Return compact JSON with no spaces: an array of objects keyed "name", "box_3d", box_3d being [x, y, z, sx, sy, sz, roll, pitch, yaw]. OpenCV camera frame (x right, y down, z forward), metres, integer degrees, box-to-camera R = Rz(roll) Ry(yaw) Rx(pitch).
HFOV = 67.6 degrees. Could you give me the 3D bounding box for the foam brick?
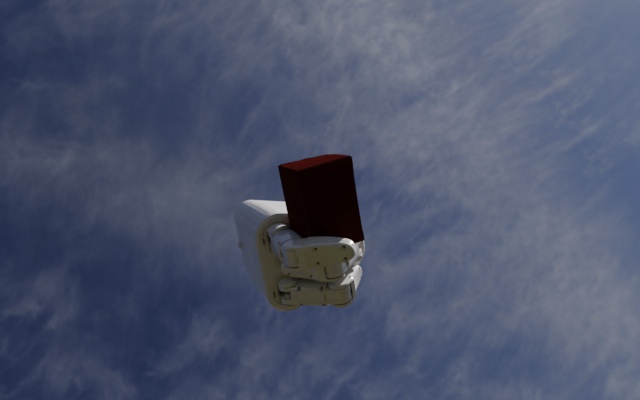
[{"name":"foam brick","box_3d":[0.000,0.001,0.425,0.053,0.078,0.051,-15,16,-20]}]
